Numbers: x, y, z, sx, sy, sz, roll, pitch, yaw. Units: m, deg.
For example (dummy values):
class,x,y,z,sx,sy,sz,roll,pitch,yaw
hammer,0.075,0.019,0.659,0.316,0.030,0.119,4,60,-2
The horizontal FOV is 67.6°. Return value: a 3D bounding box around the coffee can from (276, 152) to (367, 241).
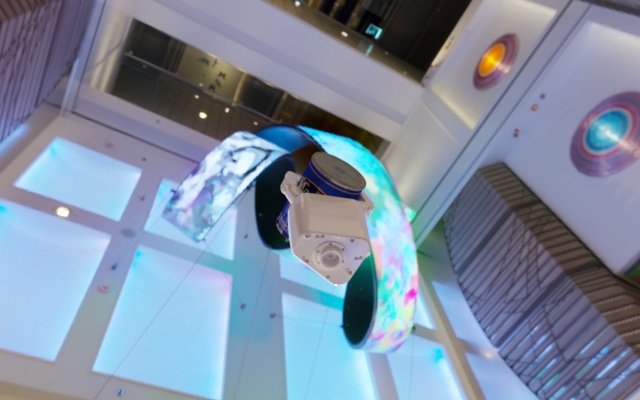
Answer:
class,x,y,z,sx,sy,sz,roll,pitch,yaw
coffee can,0.000,0.002,0.820,0.103,0.140,0.102,25,24,-12
